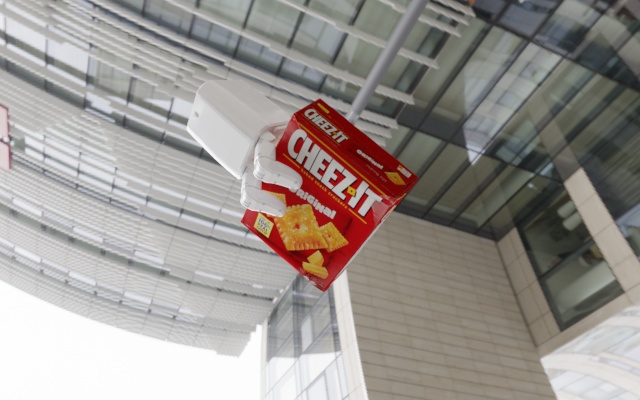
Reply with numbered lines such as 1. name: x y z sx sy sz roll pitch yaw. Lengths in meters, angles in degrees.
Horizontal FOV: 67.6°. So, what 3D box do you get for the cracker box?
1. cracker box: 0.000 0.002 0.639 0.164 0.214 0.072 40 42 9
